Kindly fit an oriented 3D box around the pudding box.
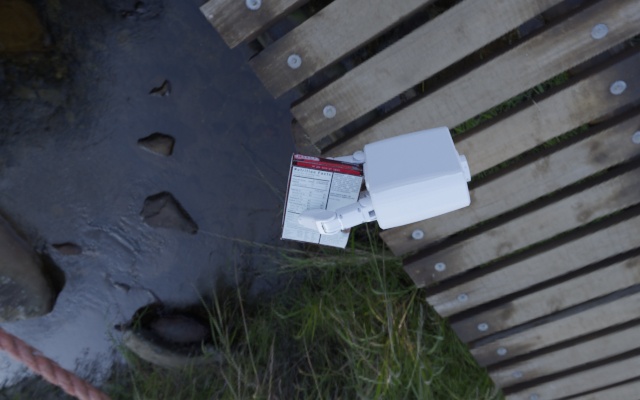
[{"bbox_3d":[0.000,0.002,0.604,0.090,0.113,0.039,10,28,-3],"label":"pudding box"}]
